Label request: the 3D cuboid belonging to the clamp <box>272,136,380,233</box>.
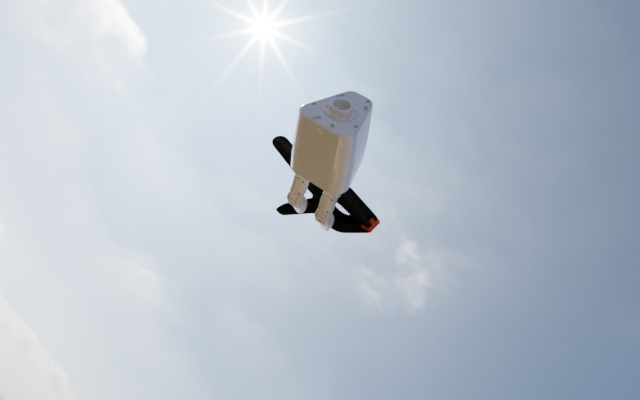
[{"bbox_3d":[0.001,0.002,0.787,0.210,0.165,0.036,33,51,21],"label":"clamp"}]
